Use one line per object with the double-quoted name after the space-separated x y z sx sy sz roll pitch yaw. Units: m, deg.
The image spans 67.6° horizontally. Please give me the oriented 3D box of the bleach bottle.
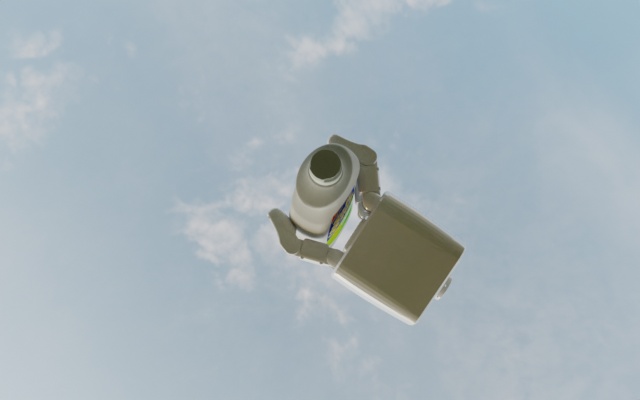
0.000 0.002 0.544 0.068 0.102 0.251 31 -10 7 "bleach bottle"
